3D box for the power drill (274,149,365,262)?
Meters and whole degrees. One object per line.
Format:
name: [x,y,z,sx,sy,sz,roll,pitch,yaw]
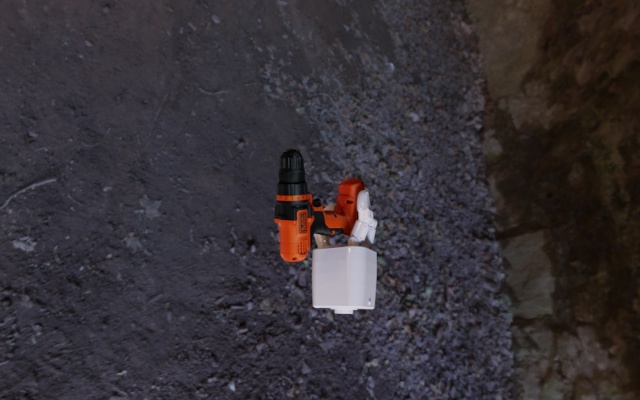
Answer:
power drill: [0.000,0.003,0.831,0.057,0.184,0.187,7,9,45]
